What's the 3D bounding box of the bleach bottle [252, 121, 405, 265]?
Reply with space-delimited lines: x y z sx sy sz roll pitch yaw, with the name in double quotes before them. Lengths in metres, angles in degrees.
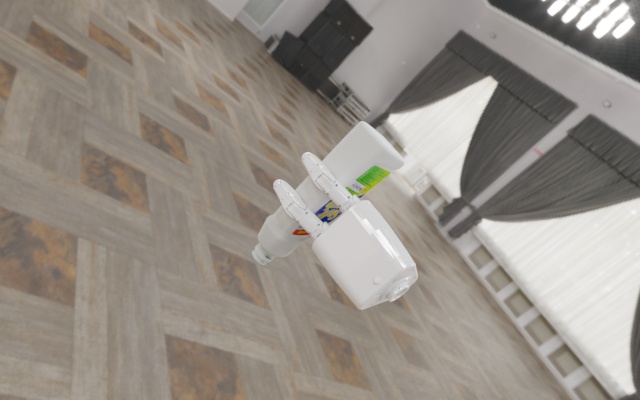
"bleach bottle" 0.000 0.002 0.685 0.251 0.068 0.102 -44 -25 14
